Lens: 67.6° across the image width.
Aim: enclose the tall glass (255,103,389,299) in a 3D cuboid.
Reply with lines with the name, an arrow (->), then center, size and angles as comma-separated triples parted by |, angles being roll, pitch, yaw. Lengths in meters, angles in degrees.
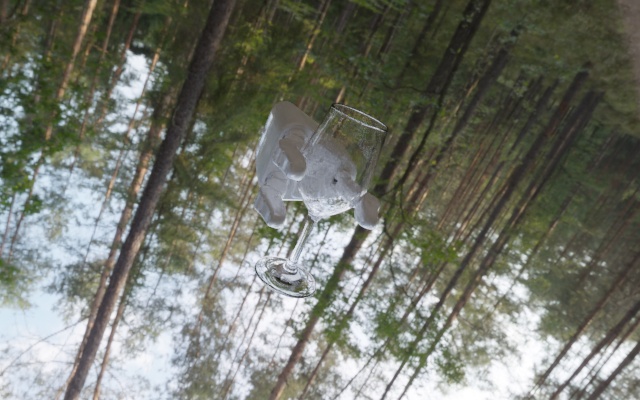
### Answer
tall glass -> 0.000, 0.002, 0.504 | 0.079, 0.201, 0.079 | 22, 21, -9
